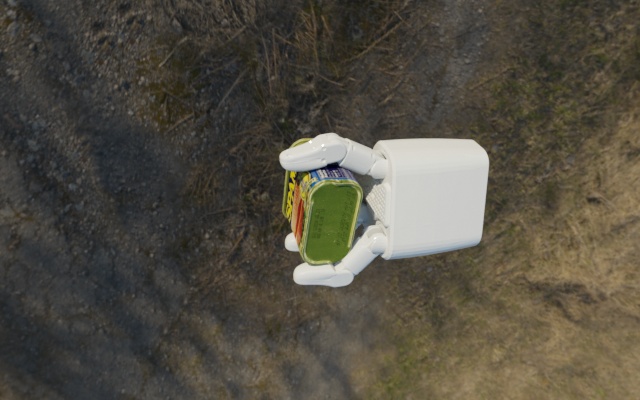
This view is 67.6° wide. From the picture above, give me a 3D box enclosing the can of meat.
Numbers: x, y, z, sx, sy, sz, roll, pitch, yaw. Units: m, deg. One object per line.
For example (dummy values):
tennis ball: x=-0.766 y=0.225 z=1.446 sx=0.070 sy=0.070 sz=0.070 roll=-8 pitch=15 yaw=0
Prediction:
can of meat: x=0.000 y=0.002 z=0.479 sx=0.057 sy=0.102 sz=0.084 roll=-2 pitch=34 yaw=-17
